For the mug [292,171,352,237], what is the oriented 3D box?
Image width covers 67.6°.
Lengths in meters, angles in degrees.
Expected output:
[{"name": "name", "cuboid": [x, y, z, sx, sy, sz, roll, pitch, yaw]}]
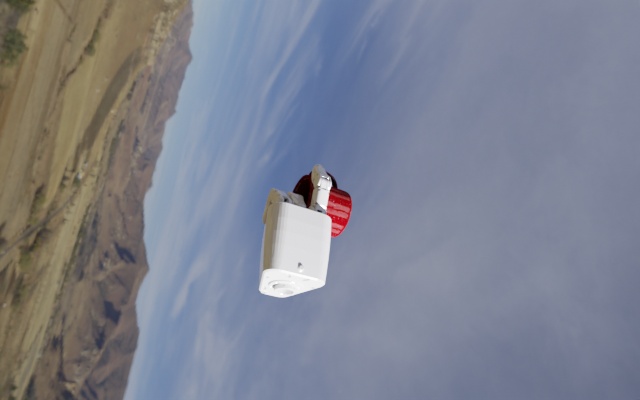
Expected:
[{"name": "mug", "cuboid": [0.000, 0.001, 0.802, 0.081, 0.117, 0.093, 18, -31, -22]}]
